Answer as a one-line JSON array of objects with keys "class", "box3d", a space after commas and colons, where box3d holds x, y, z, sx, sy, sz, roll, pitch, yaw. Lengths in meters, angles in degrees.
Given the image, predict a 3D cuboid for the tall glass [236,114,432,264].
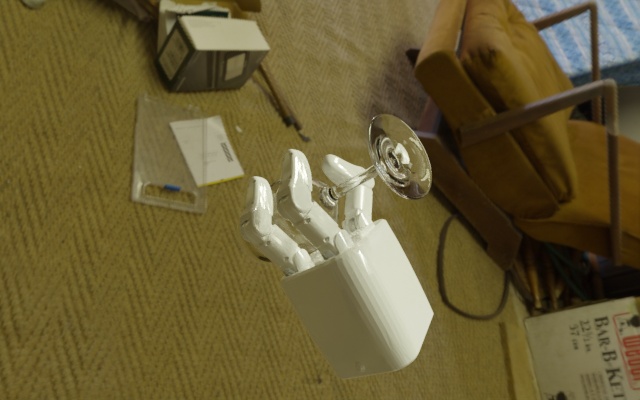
[{"class": "tall glass", "box3d": [0.000, 0.001, 0.441, 0.079, 0.079, 0.201, 0, -21, -44]}]
